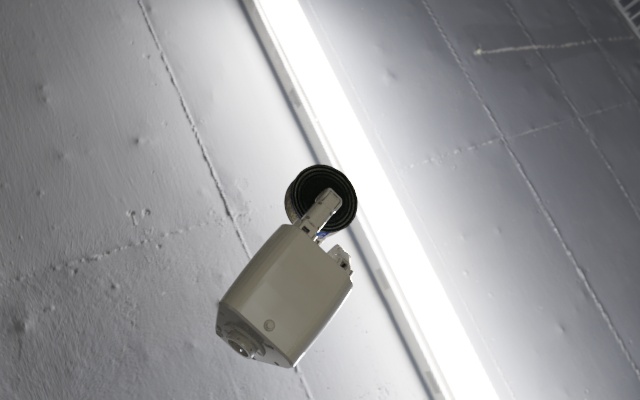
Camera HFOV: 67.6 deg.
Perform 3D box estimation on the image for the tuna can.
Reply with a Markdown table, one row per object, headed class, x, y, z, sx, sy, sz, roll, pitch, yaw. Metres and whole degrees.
| class | x | y | z | sx | sy | sz | roll | pitch | yaw |
| --- | --- | --- | --- | --- | --- | --- | --- | --- | --- |
| tuna can | 0.000 | 0.002 | 0.576 | 0.086 | 0.086 | 0.034 | 0 | -20 | -24 |
